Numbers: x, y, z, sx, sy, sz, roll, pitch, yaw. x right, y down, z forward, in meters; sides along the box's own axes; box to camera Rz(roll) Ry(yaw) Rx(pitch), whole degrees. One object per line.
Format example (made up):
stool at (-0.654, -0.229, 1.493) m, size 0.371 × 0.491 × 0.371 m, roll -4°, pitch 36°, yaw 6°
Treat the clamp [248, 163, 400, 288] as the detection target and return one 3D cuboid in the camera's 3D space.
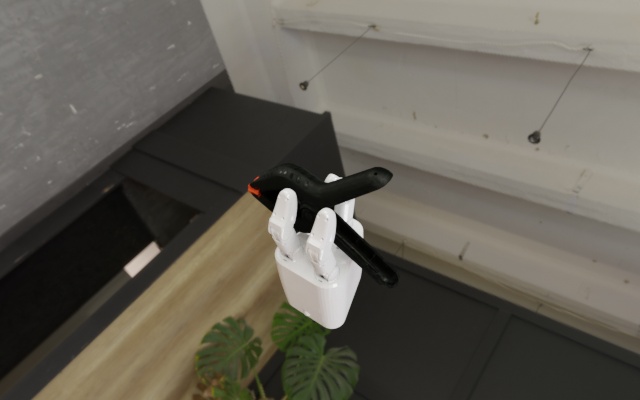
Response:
clamp at (0.000, 0.001, 0.541) m, size 0.210 × 0.165 × 0.036 m, roll 26°, pitch 51°, yaw 27°
